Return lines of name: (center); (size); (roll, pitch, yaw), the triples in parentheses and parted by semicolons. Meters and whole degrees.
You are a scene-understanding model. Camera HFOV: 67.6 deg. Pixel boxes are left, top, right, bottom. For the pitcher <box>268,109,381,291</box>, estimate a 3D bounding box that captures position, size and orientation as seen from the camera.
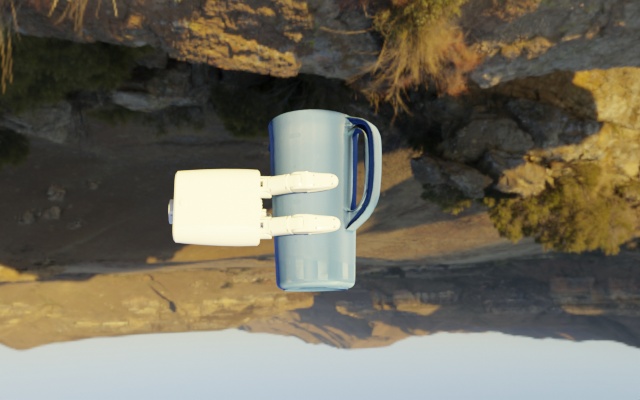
pitcher: (0.000, 0.002, 0.670); (0.145, 0.242, 0.149); (1, -13, -11)
